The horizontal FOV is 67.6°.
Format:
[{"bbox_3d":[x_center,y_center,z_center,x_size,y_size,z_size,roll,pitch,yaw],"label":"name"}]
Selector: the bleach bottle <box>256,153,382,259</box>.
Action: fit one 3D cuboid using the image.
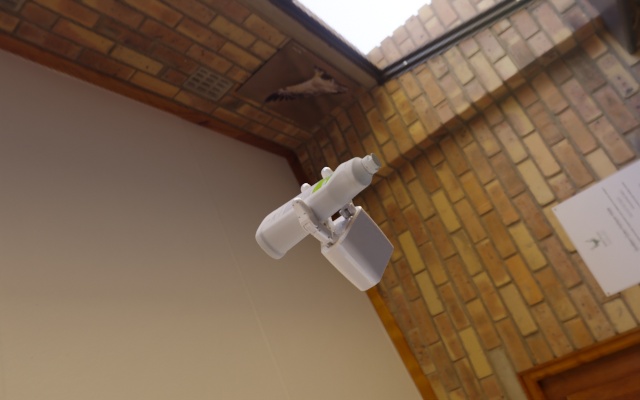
[{"bbox_3d":[0.000,0.003,0.837,0.251,0.068,0.102,-36,16,27],"label":"bleach bottle"}]
